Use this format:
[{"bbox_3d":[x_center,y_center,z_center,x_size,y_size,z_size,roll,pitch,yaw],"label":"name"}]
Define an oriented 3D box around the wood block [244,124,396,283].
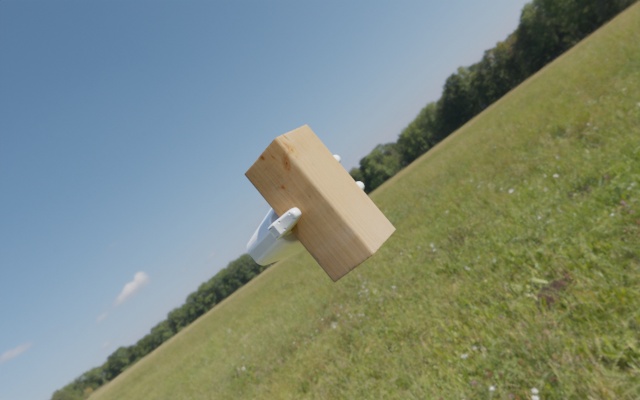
[{"bbox_3d":[0.000,0.003,0.700,0.090,0.206,0.090,-43,-4,36],"label":"wood block"}]
